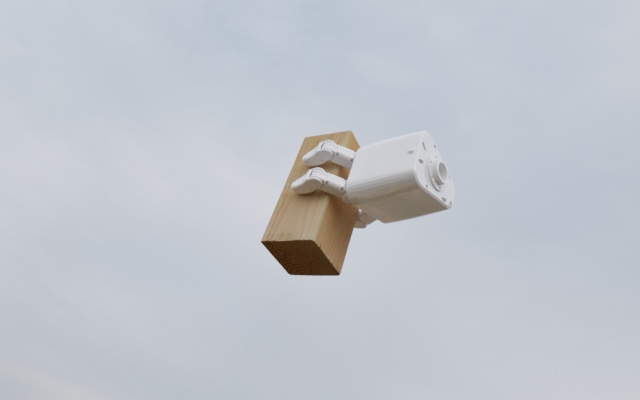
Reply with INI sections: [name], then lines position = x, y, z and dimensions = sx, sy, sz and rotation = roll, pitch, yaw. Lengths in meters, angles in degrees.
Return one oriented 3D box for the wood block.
[wood block]
position = 0.001, 0.002, 0.721
dimensions = 0.090, 0.206, 0.091
rotation = -5, -42, 31
